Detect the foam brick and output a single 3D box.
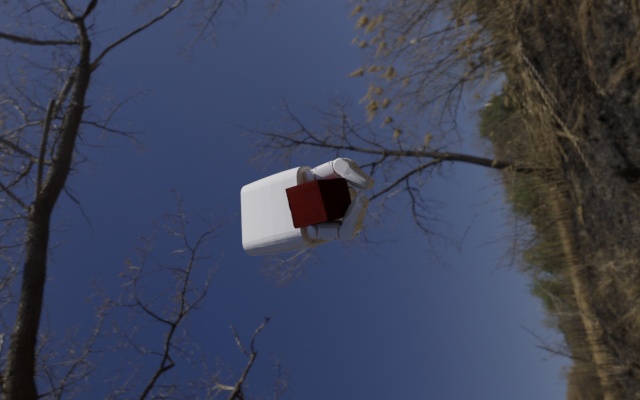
[{"bbox_3d":[0.000,0.002,0.609,0.051,0.053,0.078,-13,-2,28],"label":"foam brick"}]
